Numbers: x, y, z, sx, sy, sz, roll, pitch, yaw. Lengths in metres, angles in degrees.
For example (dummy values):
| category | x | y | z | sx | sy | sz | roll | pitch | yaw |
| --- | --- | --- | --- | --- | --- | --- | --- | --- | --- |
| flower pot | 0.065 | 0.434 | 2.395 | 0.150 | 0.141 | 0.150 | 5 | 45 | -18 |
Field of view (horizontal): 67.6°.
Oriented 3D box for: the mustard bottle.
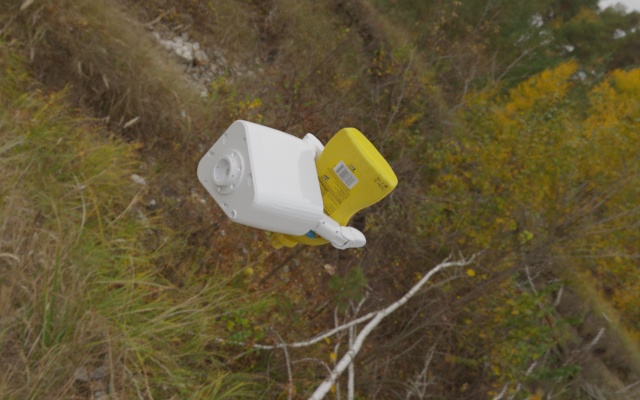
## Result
| category | x | y | z | sx | sy | sz | roll | pitch | yaw |
| --- | --- | --- | --- | --- | --- | --- | --- | --- | --- |
| mustard bottle | 0.000 | 0.002 | 0.619 | 0.192 | 0.096 | 0.058 | -42 | -8 | 25 |
